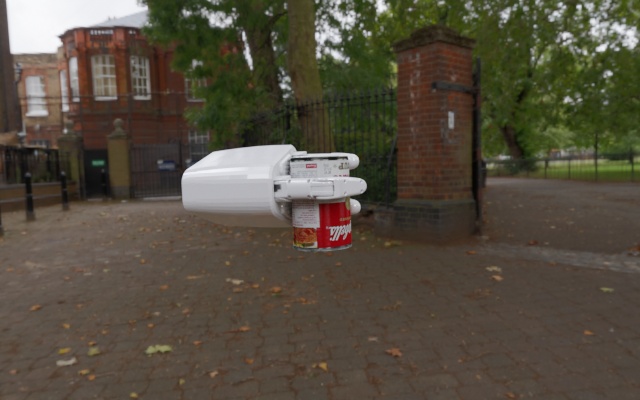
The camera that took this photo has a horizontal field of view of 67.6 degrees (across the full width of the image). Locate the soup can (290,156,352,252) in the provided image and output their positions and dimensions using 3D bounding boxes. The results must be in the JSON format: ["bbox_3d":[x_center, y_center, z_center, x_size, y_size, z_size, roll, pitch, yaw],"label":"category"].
[{"bbox_3d":[0.001,0.001,0.540,0.068,0.102,0.068,-2,4,0],"label":"soup can"}]
